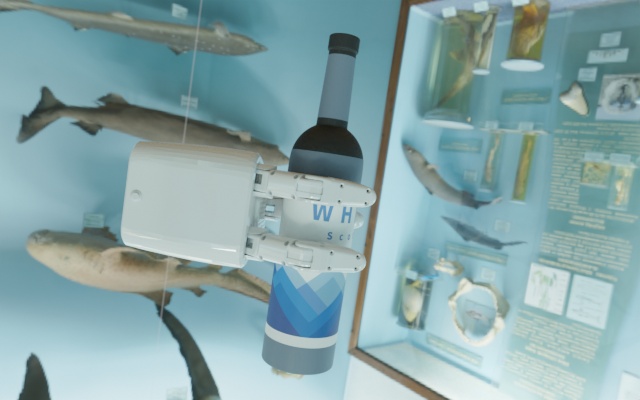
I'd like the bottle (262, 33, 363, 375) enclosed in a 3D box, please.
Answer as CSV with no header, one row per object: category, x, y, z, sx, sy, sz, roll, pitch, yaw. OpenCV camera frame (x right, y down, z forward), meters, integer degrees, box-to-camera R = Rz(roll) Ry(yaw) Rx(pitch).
bottle,0.000,0.002,0.431,0.069,0.296,0.069,8,4,-1
